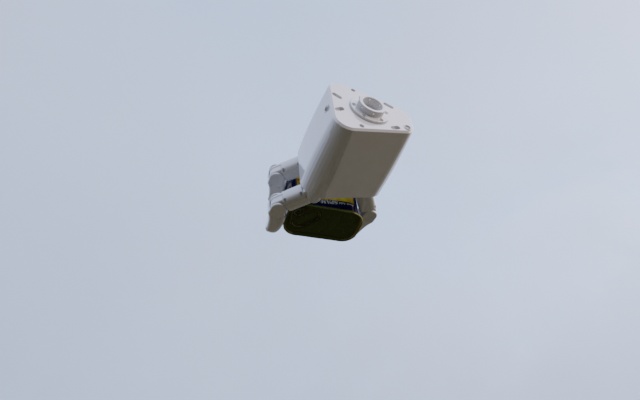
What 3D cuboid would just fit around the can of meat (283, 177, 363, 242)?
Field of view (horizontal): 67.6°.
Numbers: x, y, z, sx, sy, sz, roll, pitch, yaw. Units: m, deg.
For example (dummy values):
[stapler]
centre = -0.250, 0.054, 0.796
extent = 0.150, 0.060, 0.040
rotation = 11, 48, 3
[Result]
[can of meat]
centre = 0.000, 0.002, 0.652
extent = 0.102, 0.083, 0.057
rotation = 9, -46, -15
